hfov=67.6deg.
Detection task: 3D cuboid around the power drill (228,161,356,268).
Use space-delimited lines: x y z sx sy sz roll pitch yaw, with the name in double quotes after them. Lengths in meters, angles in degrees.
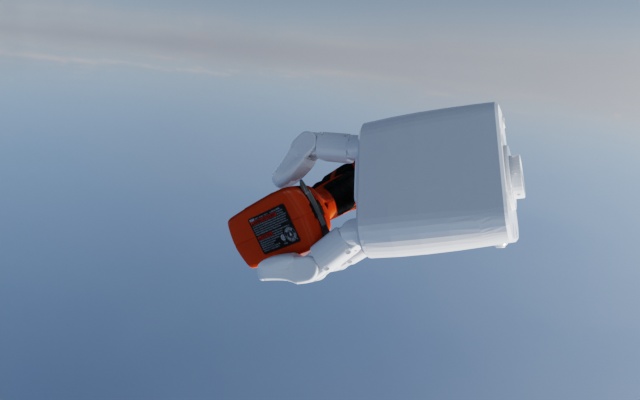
0.000 0.002 0.485 0.184 0.057 0.187 -27 2 44 "power drill"
